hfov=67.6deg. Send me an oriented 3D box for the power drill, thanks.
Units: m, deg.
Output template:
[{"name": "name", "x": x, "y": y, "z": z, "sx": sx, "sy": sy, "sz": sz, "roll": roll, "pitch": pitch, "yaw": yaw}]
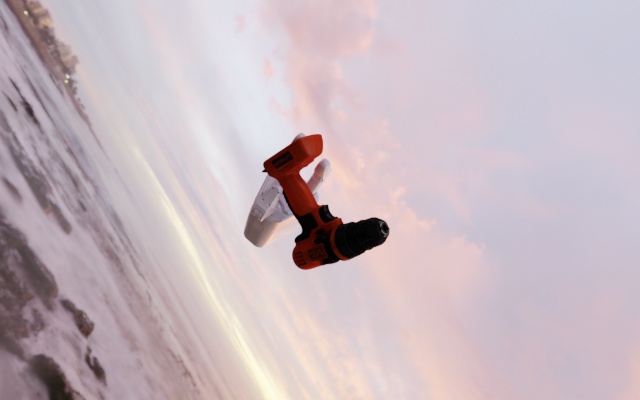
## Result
[{"name": "power drill", "x": 0.000, "y": 0.002, "z": 0.700, "sx": 0.184, "sy": 0.187, "sz": 0.057, "roll": -25, "pitch": -5, "yaw": 42}]
